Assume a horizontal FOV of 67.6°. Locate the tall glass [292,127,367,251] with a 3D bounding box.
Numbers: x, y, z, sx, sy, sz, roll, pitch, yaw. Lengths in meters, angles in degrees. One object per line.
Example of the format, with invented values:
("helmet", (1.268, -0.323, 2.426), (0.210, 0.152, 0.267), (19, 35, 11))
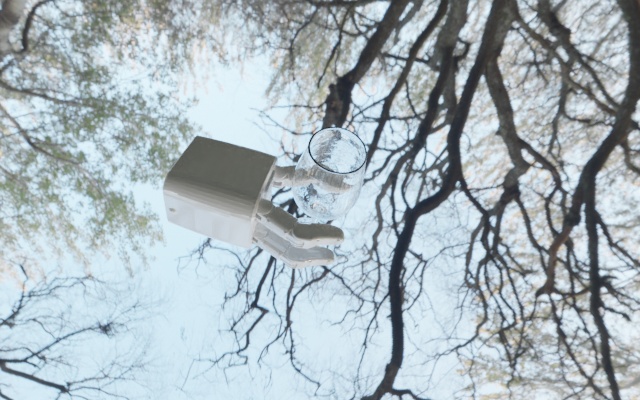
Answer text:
("tall glass", (0.000, 0.002, 0.566), (0.079, 0.079, 0.201), (0, -33, -13))
